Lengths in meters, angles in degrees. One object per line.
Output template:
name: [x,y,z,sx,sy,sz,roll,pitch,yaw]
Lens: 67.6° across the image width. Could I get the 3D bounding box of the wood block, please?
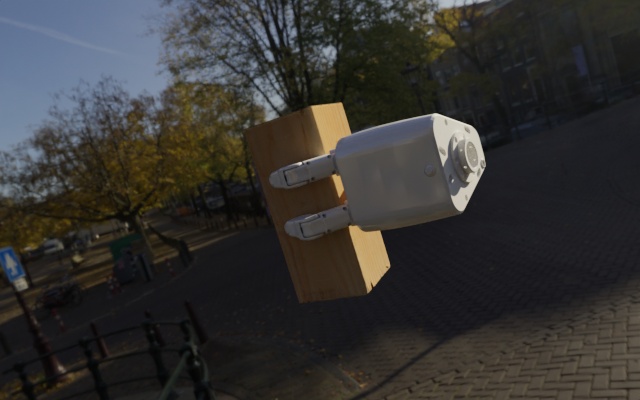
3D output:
wood block: [0.001,0.002,0.552,0.090,0.206,0.091,-14,7,28]
